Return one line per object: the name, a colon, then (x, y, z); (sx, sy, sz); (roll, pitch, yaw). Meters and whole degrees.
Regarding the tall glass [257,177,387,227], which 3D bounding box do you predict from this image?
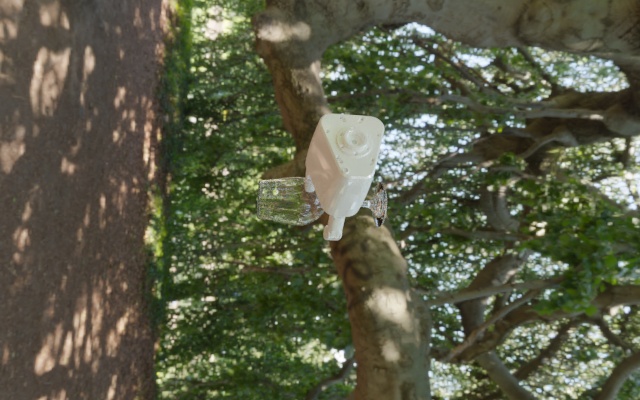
tall glass: (0.001, 0.003, 0.769); (0.201, 0.079, 0.079); (2, 0, -10)
